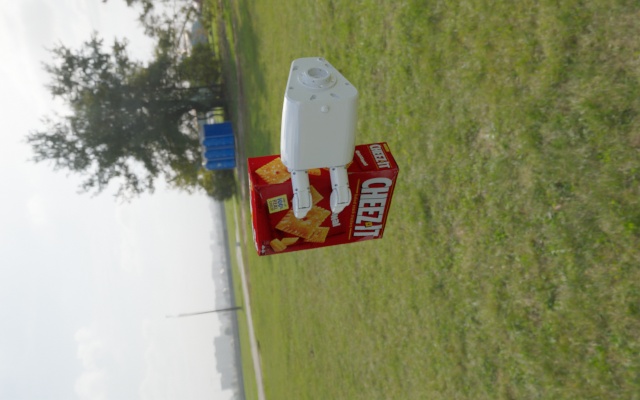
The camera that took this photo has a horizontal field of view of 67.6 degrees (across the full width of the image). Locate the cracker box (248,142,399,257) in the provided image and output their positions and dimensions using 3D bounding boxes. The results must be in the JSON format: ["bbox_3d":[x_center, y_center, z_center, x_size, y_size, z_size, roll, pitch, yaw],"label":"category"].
[{"bbox_3d":[0.000,0.002,0.739,0.213,0.072,0.164,-7,-42,-11],"label":"cracker box"}]
